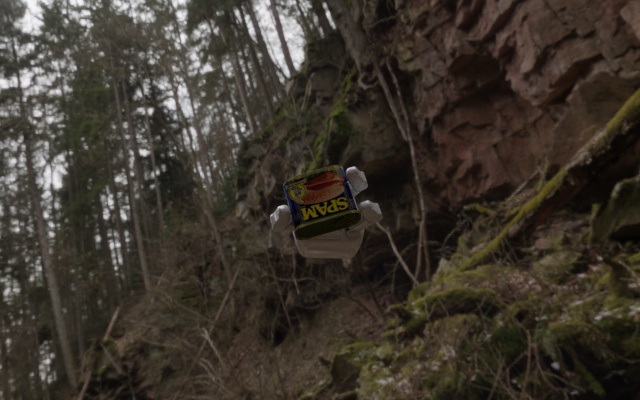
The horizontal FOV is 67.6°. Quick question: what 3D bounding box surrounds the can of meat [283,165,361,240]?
[{"bbox_3d":[0.000,0.002,0.720,0.102,0.084,0.057,-16,-23,-4],"label":"can of meat"}]
